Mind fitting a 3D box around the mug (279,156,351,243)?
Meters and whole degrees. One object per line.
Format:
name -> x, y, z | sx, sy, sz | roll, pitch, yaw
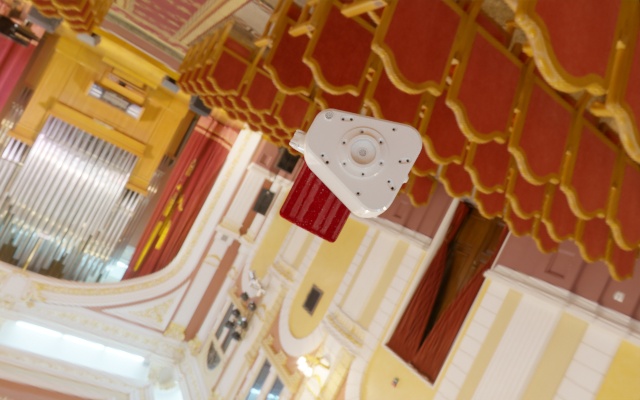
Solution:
mug -> 0.000, 0.002, 0.621 | 0.093, 0.081, 0.117 | 27, -3, 3
